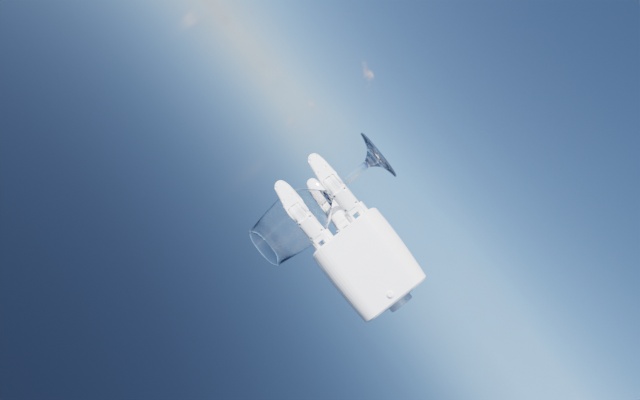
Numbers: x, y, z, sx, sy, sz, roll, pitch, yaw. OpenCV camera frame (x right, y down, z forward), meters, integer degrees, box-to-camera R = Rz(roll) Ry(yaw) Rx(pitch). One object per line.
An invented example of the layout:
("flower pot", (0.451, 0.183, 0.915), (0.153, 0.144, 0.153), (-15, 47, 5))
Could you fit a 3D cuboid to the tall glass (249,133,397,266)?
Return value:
("tall glass", (0.001, 0.002, 0.636), (0.201, 0.079, 0.079), (-39, -4, 5))
